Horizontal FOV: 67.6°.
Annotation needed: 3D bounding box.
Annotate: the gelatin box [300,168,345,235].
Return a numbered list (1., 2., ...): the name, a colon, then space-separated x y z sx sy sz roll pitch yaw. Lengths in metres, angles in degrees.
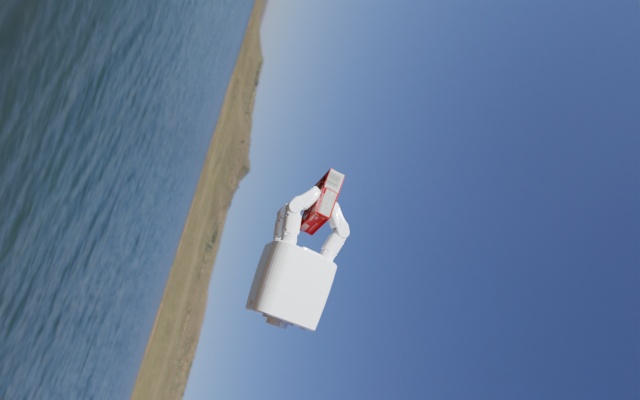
1. gelatin box: 0.001 0.002 0.763 0.030 0.089 0.073 27 -31 -11
